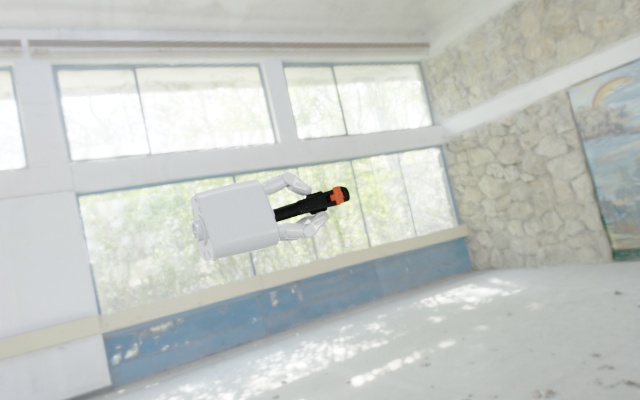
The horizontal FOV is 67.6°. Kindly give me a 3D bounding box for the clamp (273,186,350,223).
[{"bbox_3d":[0.000,0.002,0.823,0.164,0.036,0.210,-16,-1,-28],"label":"clamp"}]
